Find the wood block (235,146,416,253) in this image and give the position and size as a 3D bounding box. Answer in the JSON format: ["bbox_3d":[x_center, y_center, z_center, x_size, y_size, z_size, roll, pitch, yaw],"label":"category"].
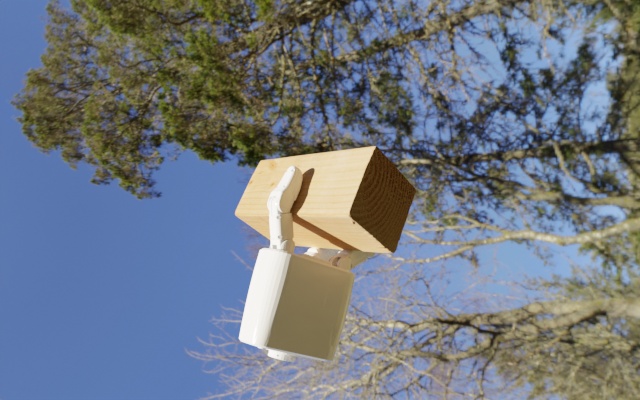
[{"bbox_3d":[0.000,0.002,0.596,0.206,0.090,0.091,-1,-33,46],"label":"wood block"}]
